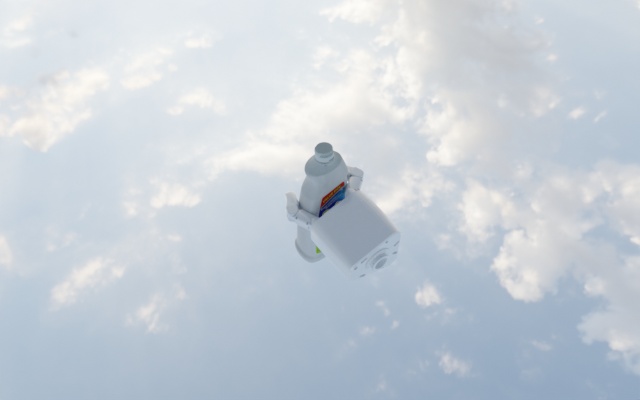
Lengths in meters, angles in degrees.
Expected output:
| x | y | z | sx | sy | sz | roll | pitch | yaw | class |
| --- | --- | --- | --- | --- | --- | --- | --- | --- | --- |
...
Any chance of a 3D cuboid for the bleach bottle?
| x | y | z | sx | sy | sz | roll | pitch | yaw | class |
| --- | --- | --- | --- | --- | --- | --- | --- | --- | --- |
| 0.000 | 0.003 | 0.842 | 0.102 | 0.251 | 0.068 | -28 | 54 | -21 | bleach bottle |
